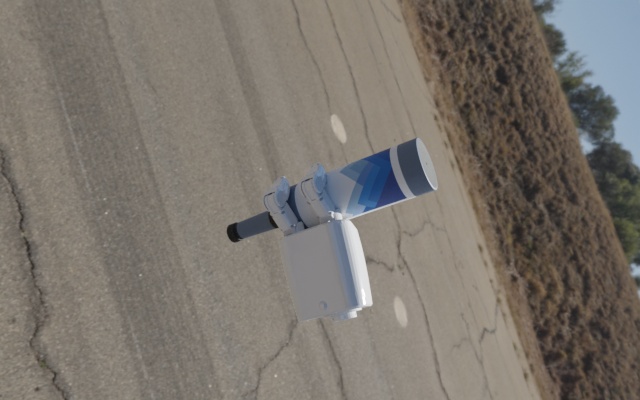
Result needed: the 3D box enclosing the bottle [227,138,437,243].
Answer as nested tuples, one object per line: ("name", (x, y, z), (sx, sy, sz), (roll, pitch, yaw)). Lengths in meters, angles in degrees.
("bottle", (0.000, 0.002, 0.625), (0.296, 0.069, 0.069), (-20, -8, 24))
